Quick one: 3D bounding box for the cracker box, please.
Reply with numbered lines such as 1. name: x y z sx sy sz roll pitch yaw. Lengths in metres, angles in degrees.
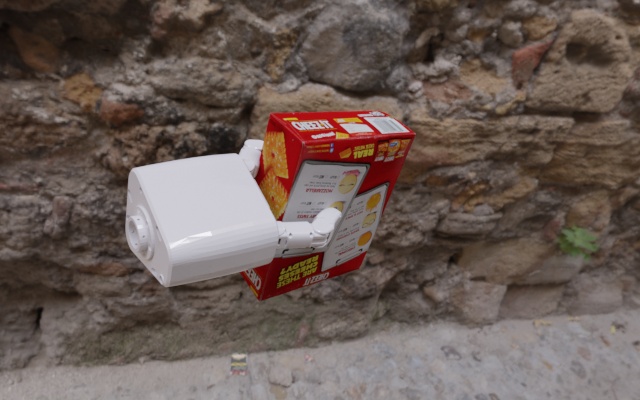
1. cracker box: 0.000 0.002 0.565 0.164 0.214 0.072 -11 42 -38
